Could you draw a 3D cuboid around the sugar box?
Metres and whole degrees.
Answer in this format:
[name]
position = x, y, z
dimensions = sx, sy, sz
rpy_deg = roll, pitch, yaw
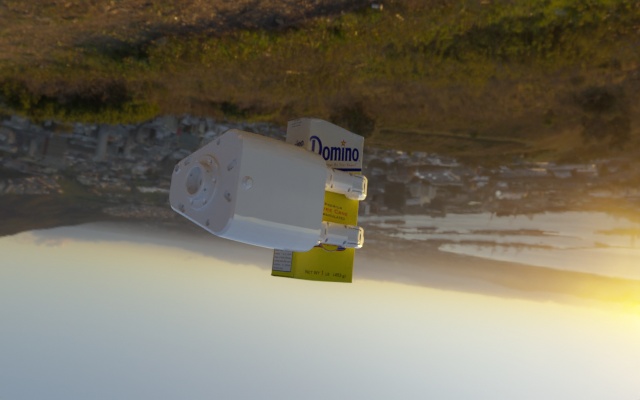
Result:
[sugar box]
position = 0.000, 0.002, 0.541
dimensions = 0.093, 0.176, 0.048
rpy_deg = 13, -9, -43
